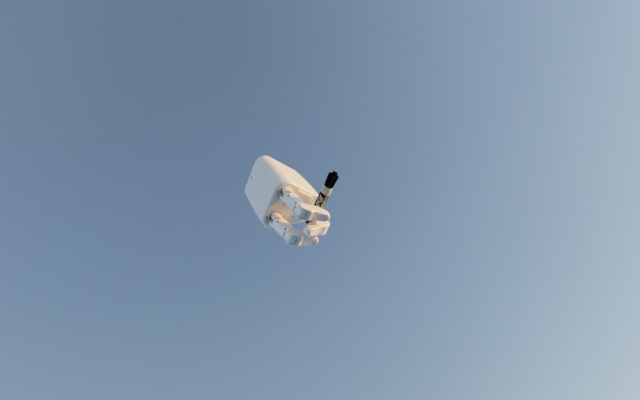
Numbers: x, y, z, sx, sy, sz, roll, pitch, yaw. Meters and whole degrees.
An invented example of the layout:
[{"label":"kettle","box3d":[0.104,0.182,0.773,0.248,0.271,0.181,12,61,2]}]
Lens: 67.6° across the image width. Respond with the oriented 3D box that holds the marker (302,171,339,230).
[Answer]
[{"label":"marker","box3d":[0.000,0.003,0.820,0.020,0.121,0.020,22,23,-10]}]
